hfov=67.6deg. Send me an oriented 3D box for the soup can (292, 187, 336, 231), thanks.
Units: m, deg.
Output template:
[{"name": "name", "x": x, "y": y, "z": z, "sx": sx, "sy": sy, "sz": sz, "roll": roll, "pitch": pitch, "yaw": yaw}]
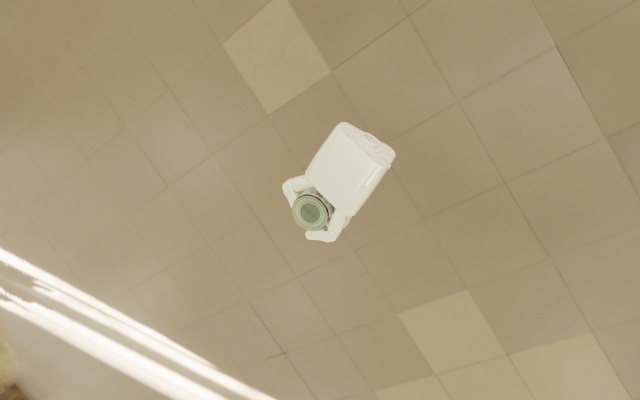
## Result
[{"name": "soup can", "x": 0.000, "y": 0.003, "z": 0.833, "sx": 0.068, "sy": 0.068, "sz": 0.102, "roll": 0, "pitch": 22, "yaw": 23}]
